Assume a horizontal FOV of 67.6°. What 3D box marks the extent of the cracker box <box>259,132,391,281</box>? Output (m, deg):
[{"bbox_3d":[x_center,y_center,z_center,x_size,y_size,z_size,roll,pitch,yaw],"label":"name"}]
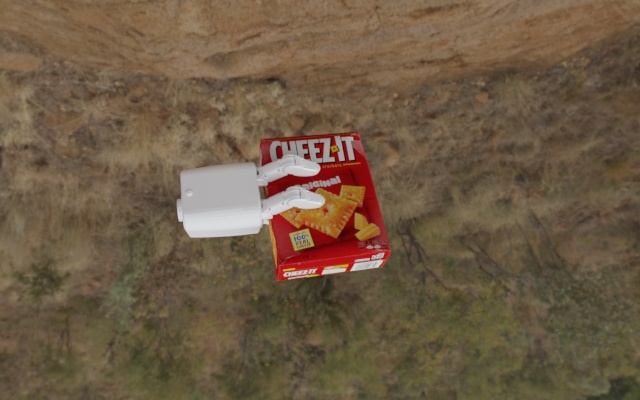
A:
[{"bbox_3d":[0.000,0.003,0.725,0.164,0.213,0.072,-6,-27,-11],"label":"cracker box"}]
